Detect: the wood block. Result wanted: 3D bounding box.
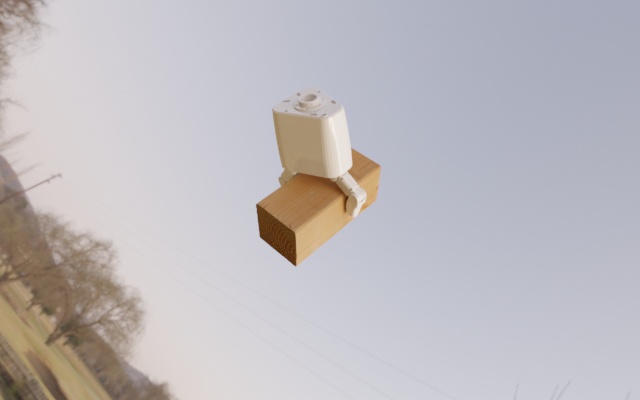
[{"bbox_3d":[0.000,0.002,0.806,0.090,0.090,0.206,35,55,27],"label":"wood block"}]
